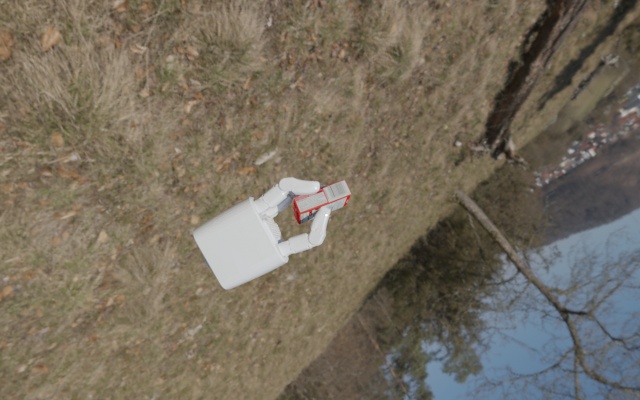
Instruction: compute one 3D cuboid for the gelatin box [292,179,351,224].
[{"bbox_3d":[0.001,0.003,0.754,0.089,0.030,0.073,-21,-12,-7],"label":"gelatin box"}]
